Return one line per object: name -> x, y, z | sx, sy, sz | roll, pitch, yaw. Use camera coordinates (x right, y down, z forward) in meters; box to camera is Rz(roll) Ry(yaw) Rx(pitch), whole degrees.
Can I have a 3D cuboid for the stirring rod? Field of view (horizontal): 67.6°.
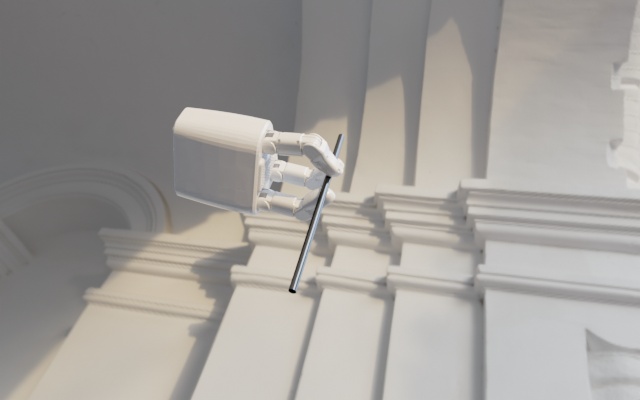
stirring rod -> 0.000, 0.002, 0.535 | 0.011, 0.239, 0.011 | 9, -43, 9
